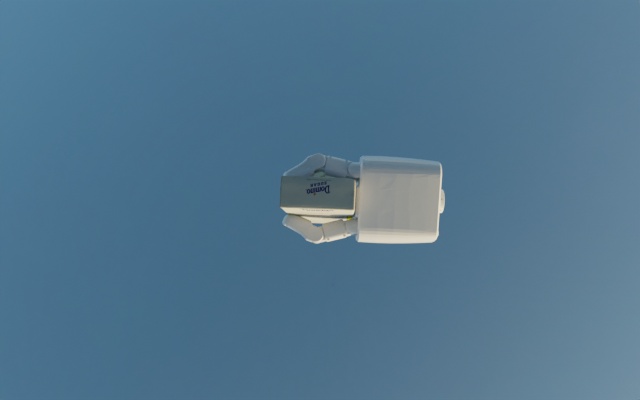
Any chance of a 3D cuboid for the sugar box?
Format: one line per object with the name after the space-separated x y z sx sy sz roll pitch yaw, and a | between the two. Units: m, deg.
0.000 0.002 0.656 0.093 0.048 0.176 2 -10 2 | sugar box
